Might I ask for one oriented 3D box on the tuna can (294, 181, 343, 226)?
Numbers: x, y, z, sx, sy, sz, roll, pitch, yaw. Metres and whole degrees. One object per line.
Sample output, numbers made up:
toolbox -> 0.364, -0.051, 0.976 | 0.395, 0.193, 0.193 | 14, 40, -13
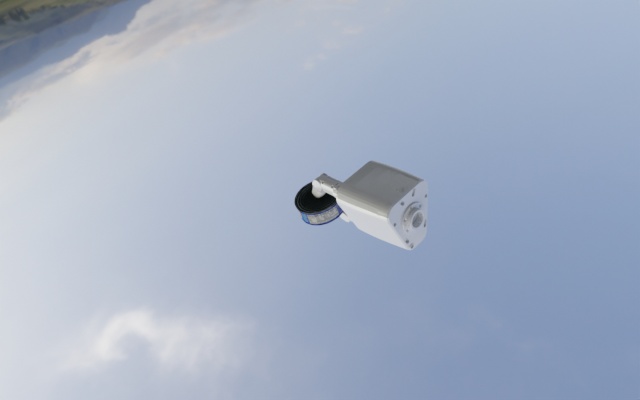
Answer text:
tuna can -> 0.000, 0.003, 0.830 | 0.086, 0.034, 0.086 | -13, 40, 11
